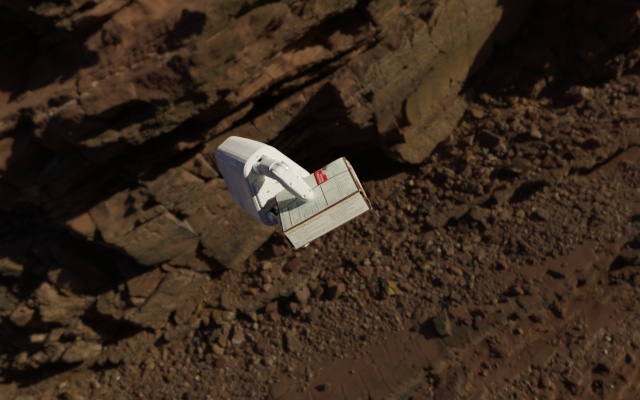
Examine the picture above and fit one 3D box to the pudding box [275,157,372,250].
[{"bbox_3d":[0.000,0.002,0.618,0.113,0.039,0.090,-30,35,8],"label":"pudding box"}]
